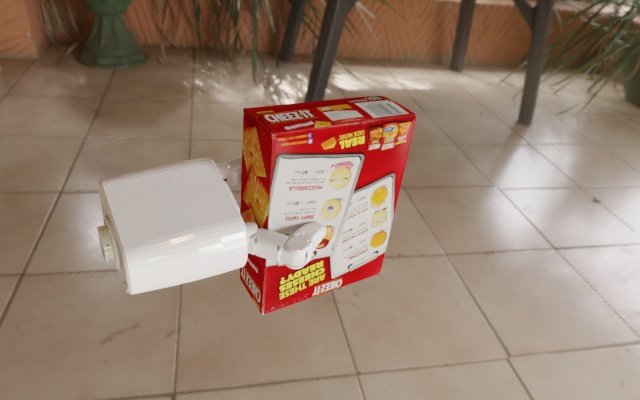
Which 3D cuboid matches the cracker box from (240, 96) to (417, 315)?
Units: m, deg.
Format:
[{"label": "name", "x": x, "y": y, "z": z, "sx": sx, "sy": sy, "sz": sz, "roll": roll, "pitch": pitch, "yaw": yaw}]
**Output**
[{"label": "cracker box", "x": 0.000, "y": 0.002, "z": 0.513, "sx": 0.164, "sy": 0.214, "sz": 0.072, "roll": -13, "pitch": 38, "yaw": -29}]
